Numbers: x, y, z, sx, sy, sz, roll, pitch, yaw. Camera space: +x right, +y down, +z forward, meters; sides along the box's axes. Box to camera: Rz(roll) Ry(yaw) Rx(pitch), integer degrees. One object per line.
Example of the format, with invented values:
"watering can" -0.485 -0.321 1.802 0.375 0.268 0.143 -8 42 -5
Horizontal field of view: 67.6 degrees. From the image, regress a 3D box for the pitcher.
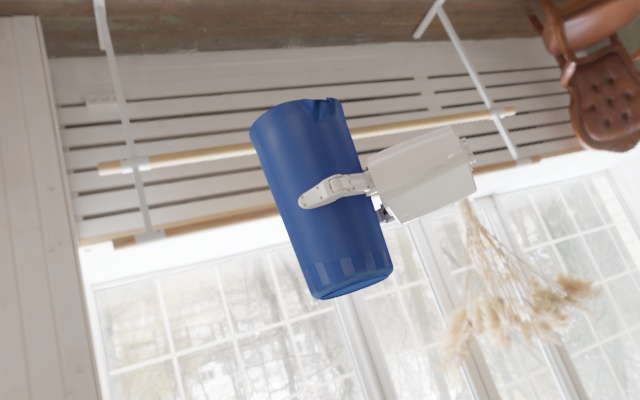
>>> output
"pitcher" 0.000 0.002 0.626 0.145 0.242 0.149 -23 -17 14
